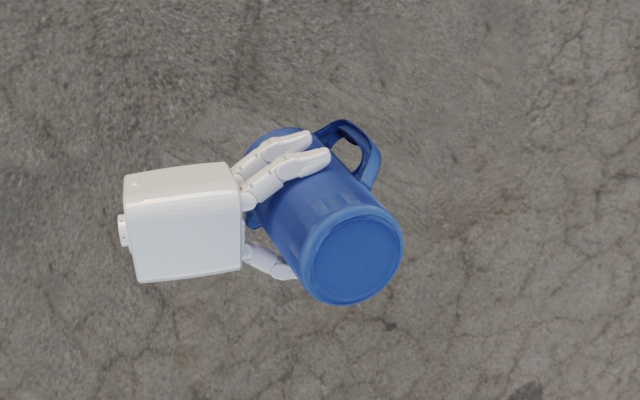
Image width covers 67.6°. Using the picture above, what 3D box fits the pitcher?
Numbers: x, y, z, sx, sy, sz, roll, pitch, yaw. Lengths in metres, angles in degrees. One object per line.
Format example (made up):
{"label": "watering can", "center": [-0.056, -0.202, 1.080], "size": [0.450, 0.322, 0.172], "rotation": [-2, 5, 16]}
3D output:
{"label": "pitcher", "center": [0.000, 0.002, 0.542], "size": [0.145, 0.149, 0.242], "rotation": [-6, 24, -19]}
